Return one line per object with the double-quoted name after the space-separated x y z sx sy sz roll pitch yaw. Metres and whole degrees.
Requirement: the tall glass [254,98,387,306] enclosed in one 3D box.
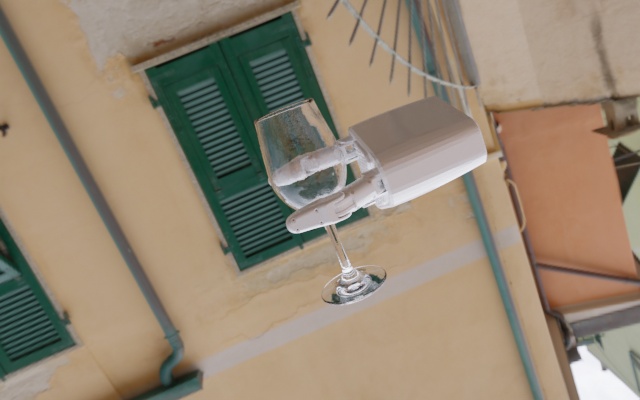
0.000 0.002 0.485 0.079 0.201 0.079 -21 15 6 "tall glass"
